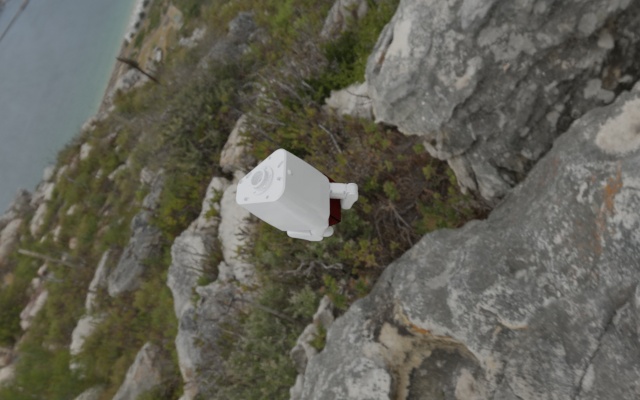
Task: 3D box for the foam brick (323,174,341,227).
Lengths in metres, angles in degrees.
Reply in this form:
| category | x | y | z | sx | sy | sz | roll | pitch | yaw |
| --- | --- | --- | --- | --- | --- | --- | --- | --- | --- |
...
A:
| category | x | y | z | sx | sy | sz | roll | pitch | yaw |
| --- | --- | --- | --- | --- | --- | --- | --- | --- | --- |
| foam brick | 0.000 | 0.003 | 0.827 | 0.053 | 0.078 | 0.051 | -23 | -38 | 32 |
